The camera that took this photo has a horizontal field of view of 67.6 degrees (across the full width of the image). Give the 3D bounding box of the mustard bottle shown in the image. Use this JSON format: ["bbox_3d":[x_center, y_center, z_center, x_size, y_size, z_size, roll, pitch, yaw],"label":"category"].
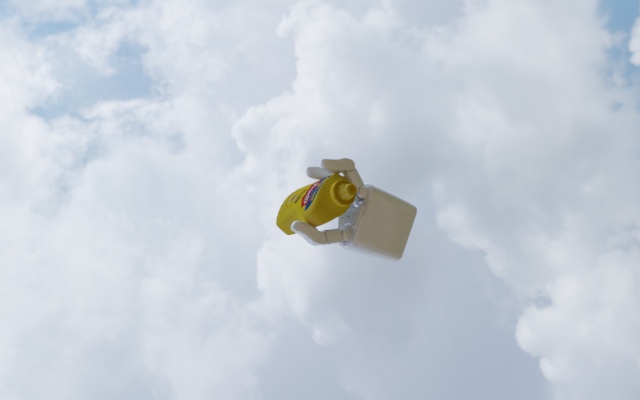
[{"bbox_3d":[0.000,0.002,0.785,0.058,0.096,0.191,45,-29,-15],"label":"mustard bottle"}]
